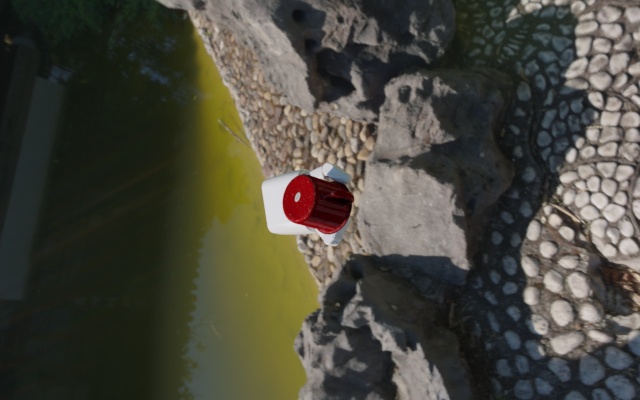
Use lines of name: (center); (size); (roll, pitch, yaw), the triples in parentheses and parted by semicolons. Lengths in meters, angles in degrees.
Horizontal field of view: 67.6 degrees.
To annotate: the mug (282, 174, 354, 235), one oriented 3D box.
mug: (0.001, 0.002, 0.778); (0.117, 0.093, 0.081); (-11, -19, 42)
